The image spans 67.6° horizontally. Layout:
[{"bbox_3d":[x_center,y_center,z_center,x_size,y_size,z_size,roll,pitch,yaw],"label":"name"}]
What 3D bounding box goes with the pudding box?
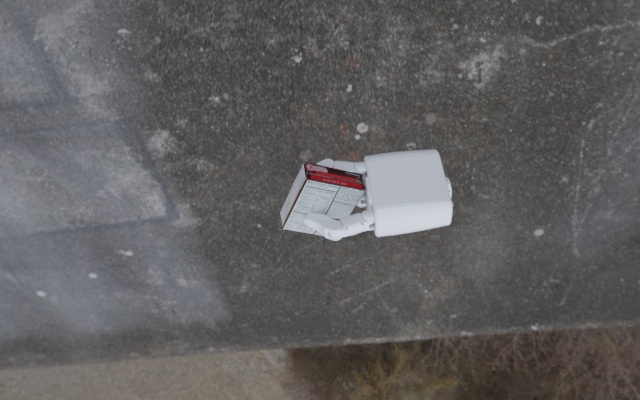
[{"bbox_3d":[0.000,0.002,0.684,0.090,0.039,0.114,12,-48,-19],"label":"pudding box"}]
